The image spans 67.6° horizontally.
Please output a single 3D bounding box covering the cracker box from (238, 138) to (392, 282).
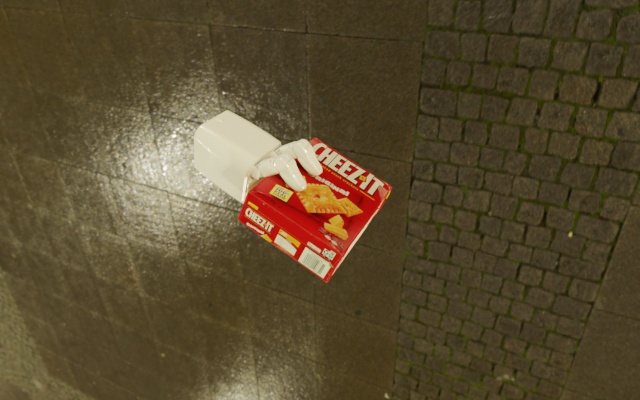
[{"bbox_3d":[0.000,0.003,0.754,0.164,0.072,0.213,34,40,7],"label":"cracker box"}]
